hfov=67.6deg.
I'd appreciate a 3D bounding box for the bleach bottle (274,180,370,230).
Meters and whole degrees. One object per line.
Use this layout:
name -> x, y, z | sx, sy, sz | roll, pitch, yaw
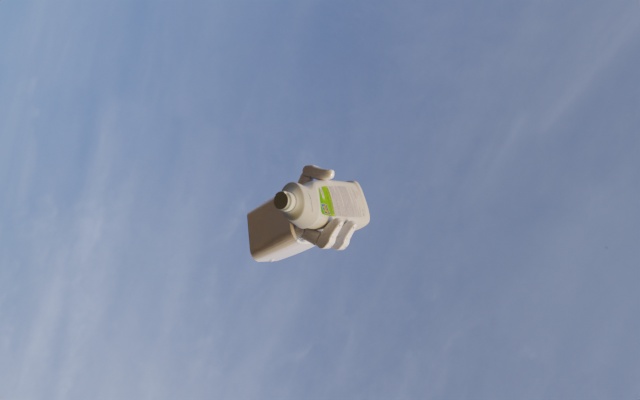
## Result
bleach bottle -> 0.000, 0.003, 0.846 | 0.068, 0.102, 0.251 | -27, -18, 26
